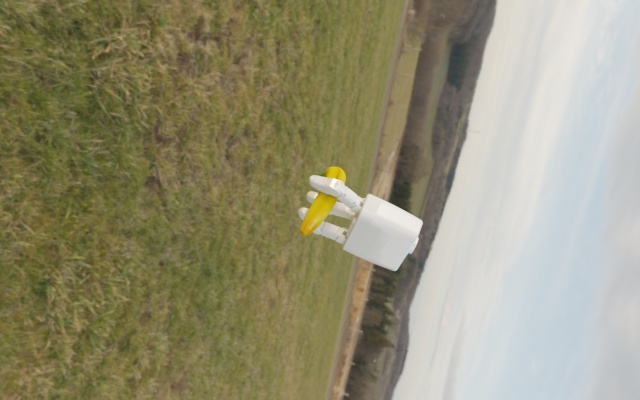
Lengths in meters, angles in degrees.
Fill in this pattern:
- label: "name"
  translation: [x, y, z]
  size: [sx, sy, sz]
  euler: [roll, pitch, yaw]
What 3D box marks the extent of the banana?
- label: "banana"
  translation: [0.011, -0.011, 0.850]
  size: [0.037, 0.070, 0.197]
  euler: [35, 33, -9]
